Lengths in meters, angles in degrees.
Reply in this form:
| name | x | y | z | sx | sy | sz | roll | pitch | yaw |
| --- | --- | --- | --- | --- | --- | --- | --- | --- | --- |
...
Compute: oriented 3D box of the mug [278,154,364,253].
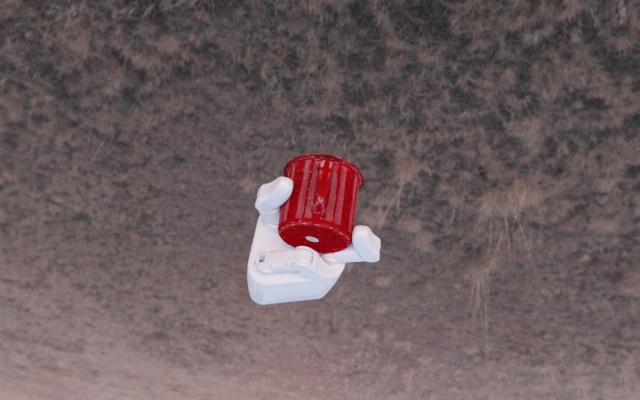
| name | x | y | z | sx | sy | sz | roll | pitch | yaw |
| --- | --- | --- | --- | --- | --- | --- | --- | --- | --- |
| mug | 0.000 | 0.001 | 0.517 | 0.093 | 0.081 | 0.117 | 10 | -28 | -3 |
